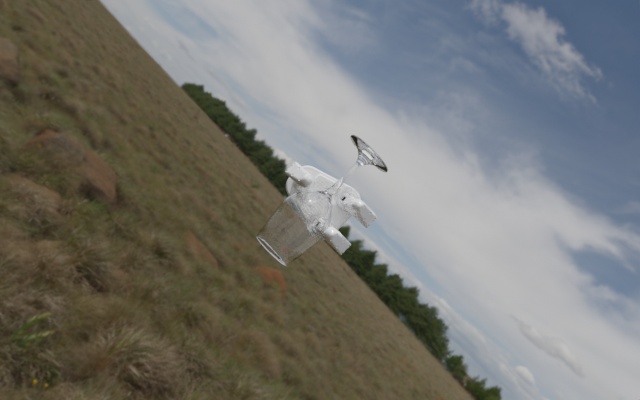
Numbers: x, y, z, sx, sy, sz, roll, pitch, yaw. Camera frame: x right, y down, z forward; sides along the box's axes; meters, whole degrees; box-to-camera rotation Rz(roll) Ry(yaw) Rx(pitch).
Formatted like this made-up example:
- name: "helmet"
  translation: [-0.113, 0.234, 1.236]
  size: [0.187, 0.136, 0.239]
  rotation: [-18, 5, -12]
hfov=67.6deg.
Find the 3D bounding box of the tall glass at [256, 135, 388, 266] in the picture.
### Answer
- name: "tall glass"
  translation: [0.001, 0.002, 0.684]
  size: [0.201, 0.079, 0.079]
  rotation: [-45, -3, -3]
